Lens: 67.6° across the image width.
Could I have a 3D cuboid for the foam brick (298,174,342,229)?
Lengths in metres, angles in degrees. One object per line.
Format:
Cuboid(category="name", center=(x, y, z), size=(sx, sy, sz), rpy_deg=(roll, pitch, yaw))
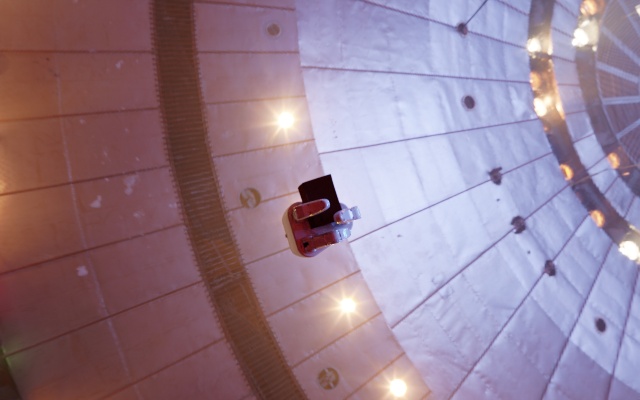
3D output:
Cuboid(category="foam brick", center=(0.000, 0.002, 0.800), size=(0.053, 0.078, 0.051), rpy_deg=(-16, -4, -13))
